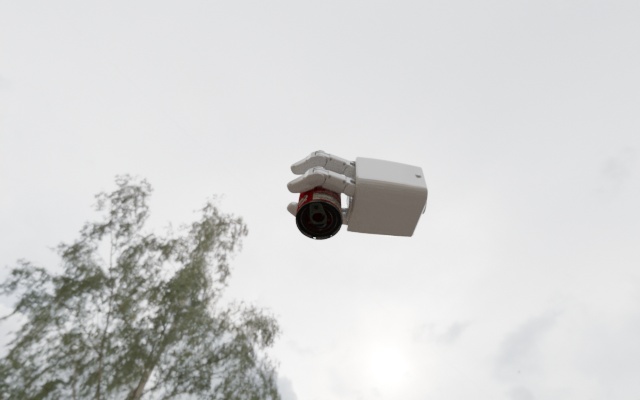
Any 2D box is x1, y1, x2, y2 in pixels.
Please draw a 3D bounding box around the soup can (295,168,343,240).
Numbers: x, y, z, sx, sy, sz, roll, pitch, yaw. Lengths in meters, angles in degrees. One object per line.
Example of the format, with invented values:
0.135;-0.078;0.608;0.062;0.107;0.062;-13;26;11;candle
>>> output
0.000;0.002;0.720;0.068;0.068;0.102;0;32;3;soup can
